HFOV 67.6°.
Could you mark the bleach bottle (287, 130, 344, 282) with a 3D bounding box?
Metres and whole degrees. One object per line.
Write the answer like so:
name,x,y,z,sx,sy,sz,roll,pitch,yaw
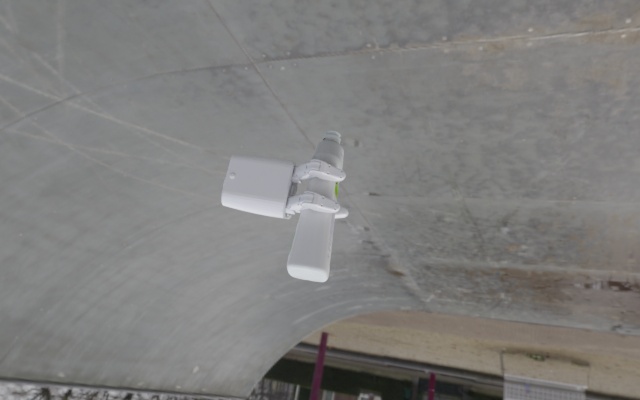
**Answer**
bleach bottle,0.000,0.003,0.803,0.068,0.250,0.103,9,-20,4
